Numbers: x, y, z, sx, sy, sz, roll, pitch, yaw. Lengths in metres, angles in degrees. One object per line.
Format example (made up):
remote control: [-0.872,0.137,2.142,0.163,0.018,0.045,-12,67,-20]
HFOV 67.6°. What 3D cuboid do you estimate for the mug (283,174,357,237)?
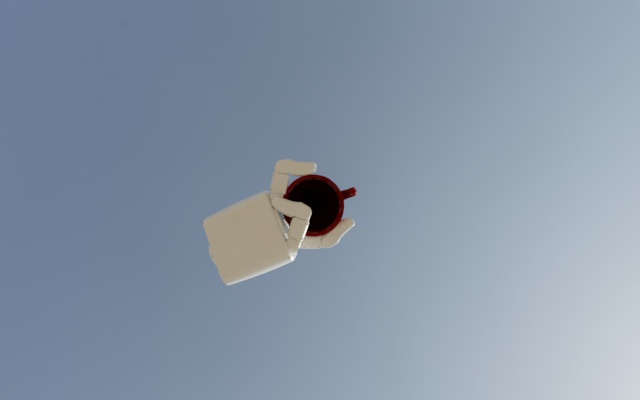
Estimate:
mug: [0.001,0.002,0.747,0.117,0.093,0.081,-21,1,0]
